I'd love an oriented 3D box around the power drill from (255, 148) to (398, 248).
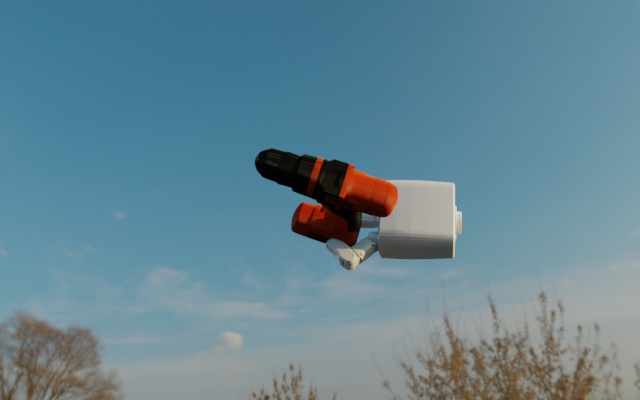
[{"bbox_3d":[0.000,0.002,0.661,0.184,0.057,0.188,19,-21,2],"label":"power drill"}]
